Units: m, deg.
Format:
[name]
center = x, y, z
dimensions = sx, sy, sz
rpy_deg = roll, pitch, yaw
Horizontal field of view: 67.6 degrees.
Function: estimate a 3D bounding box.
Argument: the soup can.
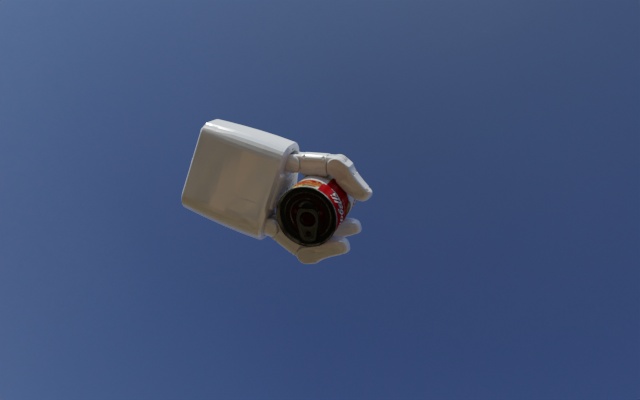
[soup can]
center = 0.001, 0.002, 0.543
dimensions = 0.068, 0.068, 0.102
rpy_deg = 0, 19, 19
